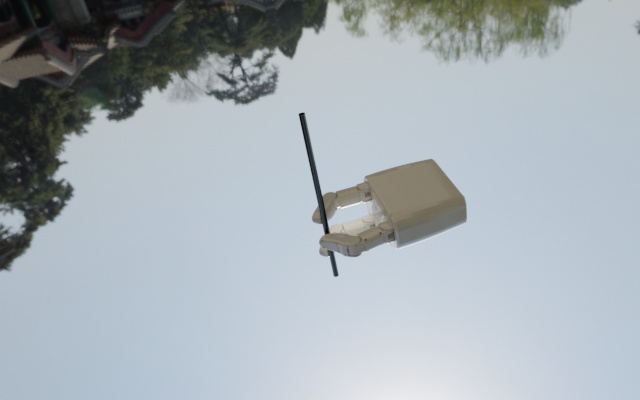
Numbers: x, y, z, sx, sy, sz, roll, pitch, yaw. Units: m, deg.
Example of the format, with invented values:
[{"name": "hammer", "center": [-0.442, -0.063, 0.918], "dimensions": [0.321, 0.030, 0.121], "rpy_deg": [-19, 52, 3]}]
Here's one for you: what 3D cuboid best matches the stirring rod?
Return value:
[{"name": "stirring rod", "center": [0.000, 0.002, 0.614], "dimensions": [0.011, 0.240, 0.011], "rpy_deg": [-9, 29, 5]}]
